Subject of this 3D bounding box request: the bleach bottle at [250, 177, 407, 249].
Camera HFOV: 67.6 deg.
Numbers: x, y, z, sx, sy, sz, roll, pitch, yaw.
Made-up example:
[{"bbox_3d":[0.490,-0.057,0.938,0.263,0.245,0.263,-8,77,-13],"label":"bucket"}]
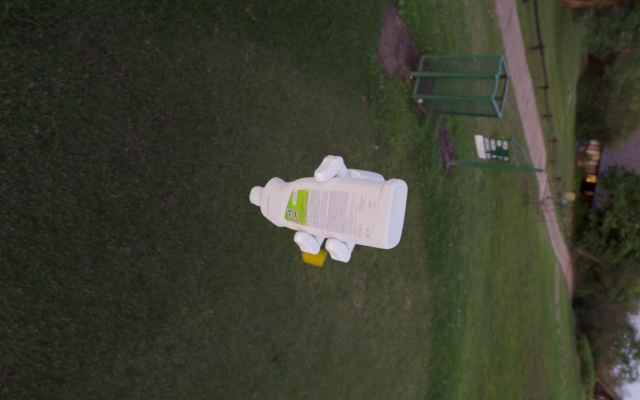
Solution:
[{"bbox_3d":[0.000,0.002,0.730,0.251,0.102,0.068,10,7,29],"label":"bleach bottle"}]
